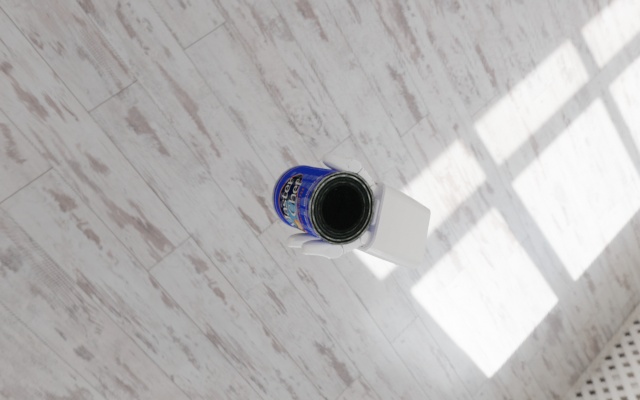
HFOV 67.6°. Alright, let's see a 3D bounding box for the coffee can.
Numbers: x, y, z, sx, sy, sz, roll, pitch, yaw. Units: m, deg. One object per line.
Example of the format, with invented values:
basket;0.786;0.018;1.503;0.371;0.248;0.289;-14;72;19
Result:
coffee can;0.000;0.002;0.706;0.103;0.103;0.140;0;7;-26
